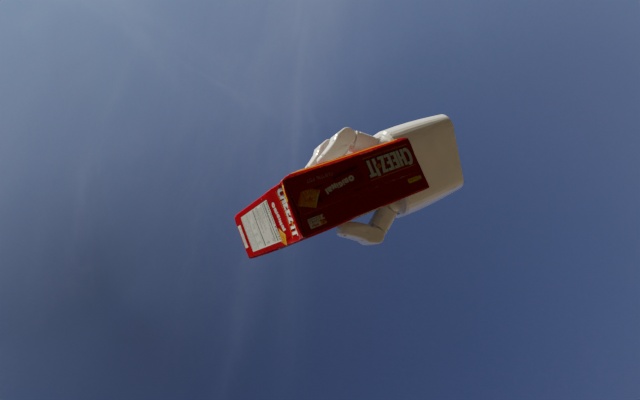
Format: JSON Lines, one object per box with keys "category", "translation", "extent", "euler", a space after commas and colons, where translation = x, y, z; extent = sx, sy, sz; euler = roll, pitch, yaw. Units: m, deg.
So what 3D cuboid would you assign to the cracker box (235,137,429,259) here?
{"category": "cracker box", "translation": [0.000, 0.002, 0.587], "extent": [0.164, 0.072, 0.214], "euler": [-21, -3, -26]}
